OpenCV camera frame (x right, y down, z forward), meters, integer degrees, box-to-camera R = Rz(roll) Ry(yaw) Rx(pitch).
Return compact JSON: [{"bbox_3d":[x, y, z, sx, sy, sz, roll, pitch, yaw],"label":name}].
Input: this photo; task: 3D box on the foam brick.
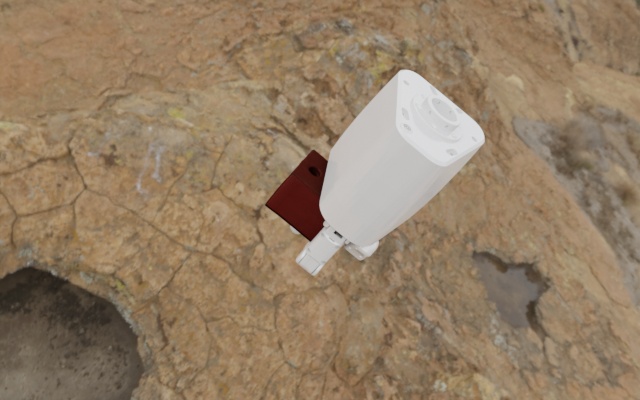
[{"bbox_3d":[0.000,0.001,0.448,0.051,0.078,0.053,-50,2,40],"label":"foam brick"}]
